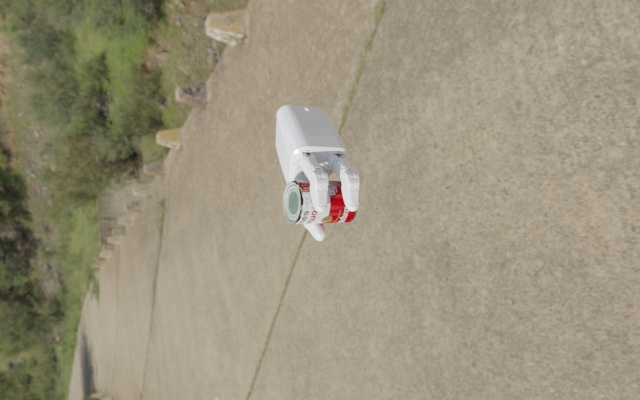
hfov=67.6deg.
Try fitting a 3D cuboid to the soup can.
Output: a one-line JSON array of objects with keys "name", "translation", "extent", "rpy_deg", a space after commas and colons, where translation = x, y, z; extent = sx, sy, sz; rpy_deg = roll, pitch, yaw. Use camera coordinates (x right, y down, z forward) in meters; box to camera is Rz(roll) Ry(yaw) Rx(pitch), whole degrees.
[{"name": "soup can", "translation": [0.000, 0.003, 0.748], "extent": [0.102, 0.068, 0.068], "rpy_deg": [0, 0, -29]}]
